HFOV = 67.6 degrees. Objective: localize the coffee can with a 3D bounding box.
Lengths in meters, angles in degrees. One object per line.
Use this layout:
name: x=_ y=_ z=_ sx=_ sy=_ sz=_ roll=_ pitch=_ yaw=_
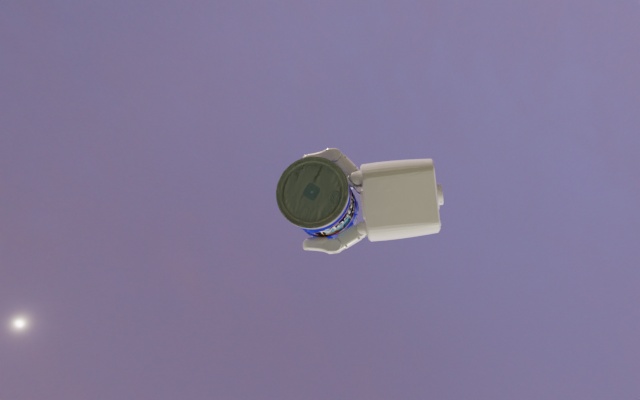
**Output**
coffee can: x=0.000 y=0.002 z=0.721 sx=0.103 sy=0.102 sz=0.140 roll=0 pitch=-12 yaw=10
